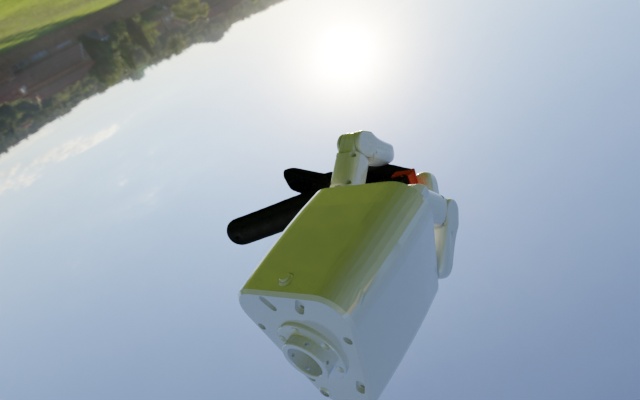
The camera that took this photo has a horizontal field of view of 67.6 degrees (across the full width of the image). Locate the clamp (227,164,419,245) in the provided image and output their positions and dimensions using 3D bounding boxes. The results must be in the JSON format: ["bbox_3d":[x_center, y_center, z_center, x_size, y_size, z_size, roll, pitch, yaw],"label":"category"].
[{"bbox_3d":[0.000,0.002,0.421,0.171,0.039,0.120,-4,34,41],"label":"clamp"}]
